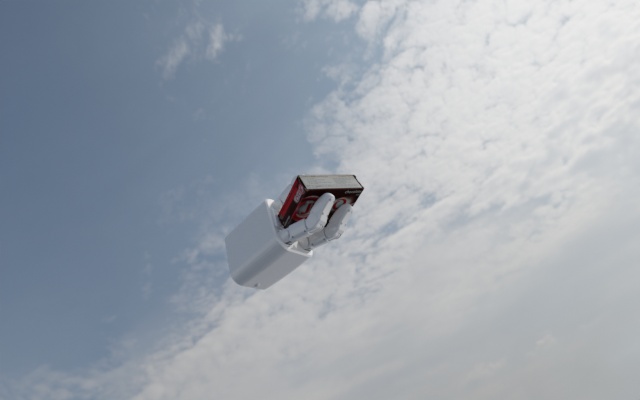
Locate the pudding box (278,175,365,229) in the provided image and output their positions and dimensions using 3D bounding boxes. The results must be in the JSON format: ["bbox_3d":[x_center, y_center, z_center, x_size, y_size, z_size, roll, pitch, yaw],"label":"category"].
[{"bbox_3d":[0.000,0.002,0.747,0.113,0.039,0.090,-5,-40,-37],"label":"pudding box"}]
